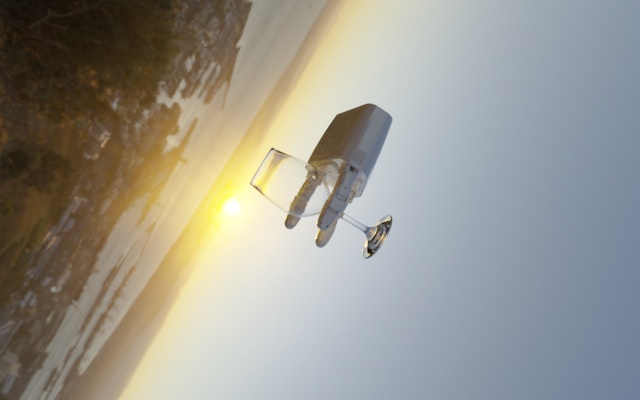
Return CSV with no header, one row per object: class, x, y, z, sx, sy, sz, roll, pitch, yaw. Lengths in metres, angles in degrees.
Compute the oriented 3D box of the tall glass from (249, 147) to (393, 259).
tall glass,0.001,0.003,0.683,0.201,0.079,0.079,31,-6,-10
